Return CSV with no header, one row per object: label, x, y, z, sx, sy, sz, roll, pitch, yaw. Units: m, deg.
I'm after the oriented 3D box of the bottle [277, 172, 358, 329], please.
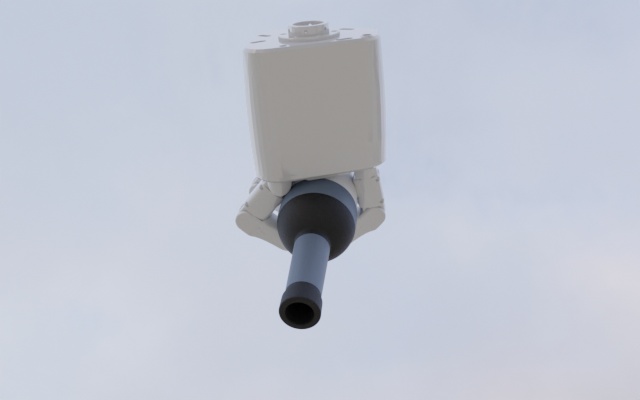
bottle,0.000,0.001,0.430,0.069,0.069,0.295,0,29,6
